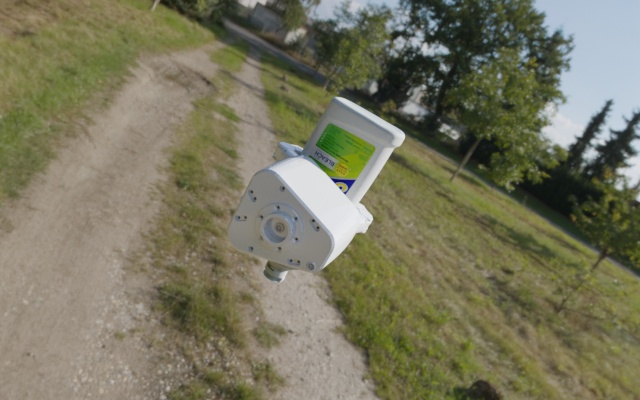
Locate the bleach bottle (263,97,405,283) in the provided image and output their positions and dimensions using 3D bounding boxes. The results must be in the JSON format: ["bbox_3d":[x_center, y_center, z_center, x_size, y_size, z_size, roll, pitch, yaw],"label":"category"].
[{"bbox_3d":[0.000,0.002,0.607,0.102,0.251,0.068,32,18,9],"label":"bleach bottle"}]
